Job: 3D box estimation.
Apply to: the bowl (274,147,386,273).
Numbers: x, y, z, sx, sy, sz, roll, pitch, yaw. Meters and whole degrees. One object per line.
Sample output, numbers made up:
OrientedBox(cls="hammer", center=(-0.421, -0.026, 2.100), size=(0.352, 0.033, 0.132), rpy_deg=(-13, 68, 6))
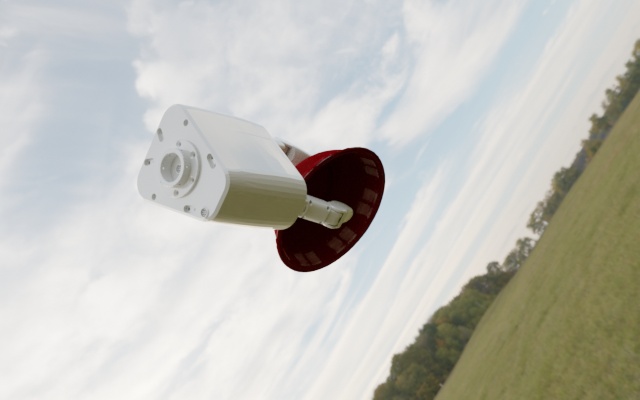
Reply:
OrientedBox(cls="bowl", center=(0.000, 0.002, 0.554), size=(0.162, 0.162, 0.055), rpy_deg=(0, 29, -47))
